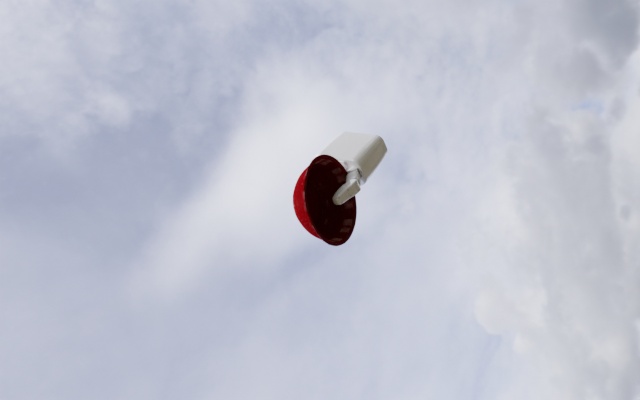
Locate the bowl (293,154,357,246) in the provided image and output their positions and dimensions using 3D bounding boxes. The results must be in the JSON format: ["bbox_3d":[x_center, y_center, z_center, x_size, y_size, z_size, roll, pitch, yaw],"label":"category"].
[{"bbox_3d":[-0.001,0.003,0.843,0.055,0.162,0.162,-11,-6,34],"label":"bowl"}]
